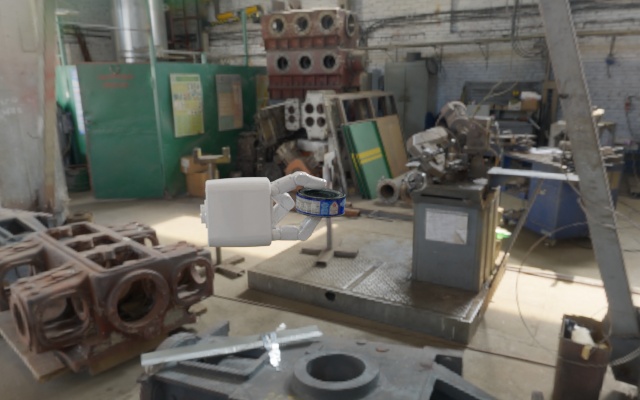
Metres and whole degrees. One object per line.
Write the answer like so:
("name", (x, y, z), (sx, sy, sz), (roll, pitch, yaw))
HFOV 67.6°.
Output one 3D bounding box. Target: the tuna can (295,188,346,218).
("tuna can", (0.000, 0.002, 0.817), (0.086, 0.034, 0.086), (5, 13, -1))
